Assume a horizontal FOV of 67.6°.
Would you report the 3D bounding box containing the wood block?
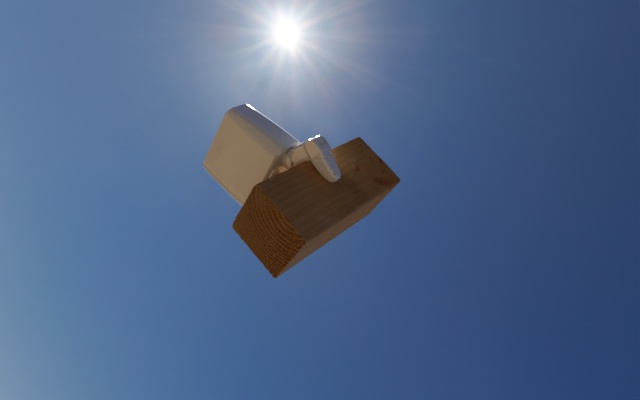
[{"bbox_3d":[0.000,0.002,0.625,0.206,0.090,0.091,-30,-16,-44],"label":"wood block"}]
